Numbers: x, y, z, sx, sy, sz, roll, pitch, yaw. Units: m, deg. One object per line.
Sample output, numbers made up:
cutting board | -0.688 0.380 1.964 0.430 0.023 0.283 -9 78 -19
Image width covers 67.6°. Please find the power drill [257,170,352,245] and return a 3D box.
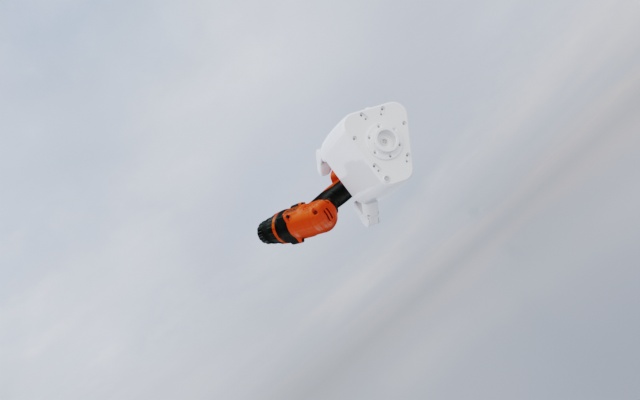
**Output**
power drill | 0.001 0.002 0.759 0.187 0.057 0.184 -42 16 -35
